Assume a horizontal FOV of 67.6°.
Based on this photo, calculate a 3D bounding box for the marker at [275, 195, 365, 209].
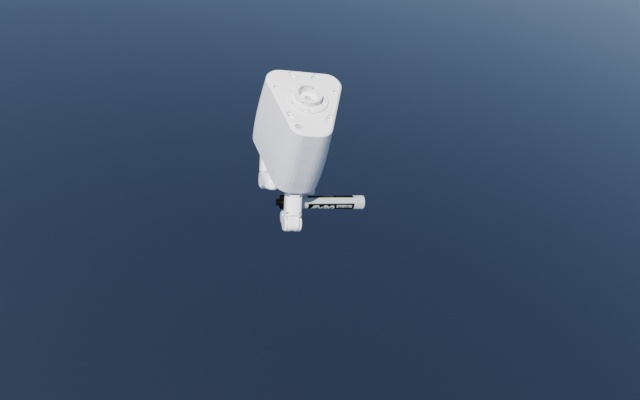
[{"bbox_3d":[0.000,0.002,0.640,0.121,0.020,0.020,0,0,-15],"label":"marker"}]
